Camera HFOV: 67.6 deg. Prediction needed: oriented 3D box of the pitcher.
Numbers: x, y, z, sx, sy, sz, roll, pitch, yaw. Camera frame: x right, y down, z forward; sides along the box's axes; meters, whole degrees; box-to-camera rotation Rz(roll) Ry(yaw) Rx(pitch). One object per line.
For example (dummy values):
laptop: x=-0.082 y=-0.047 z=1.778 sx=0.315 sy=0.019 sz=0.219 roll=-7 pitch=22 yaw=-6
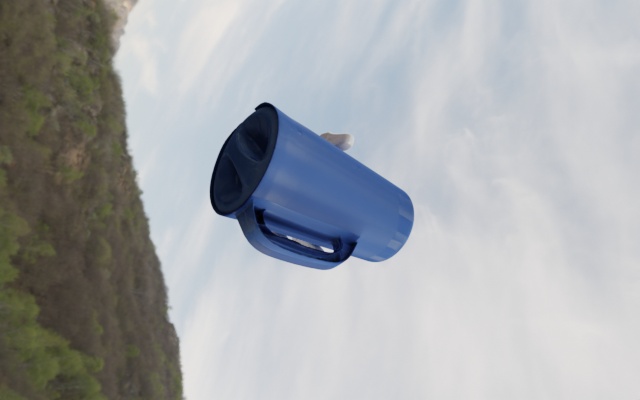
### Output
pitcher: x=0.000 y=0.002 z=0.576 sx=0.243 sy=0.149 sz=0.145 roll=25 pitch=-2 yaw=-34
